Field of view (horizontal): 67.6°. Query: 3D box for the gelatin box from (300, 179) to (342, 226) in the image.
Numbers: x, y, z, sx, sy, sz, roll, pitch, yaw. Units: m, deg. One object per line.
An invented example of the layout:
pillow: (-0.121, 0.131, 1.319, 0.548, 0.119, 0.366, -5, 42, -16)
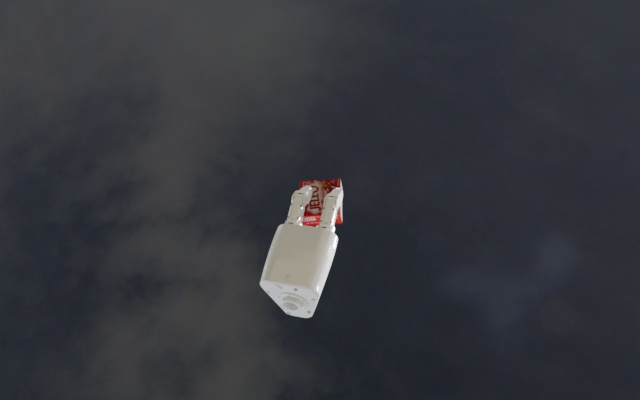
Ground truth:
gelatin box: (0.000, 0.003, 0.826, 0.073, 0.089, 0.030, -4, -45, 7)
